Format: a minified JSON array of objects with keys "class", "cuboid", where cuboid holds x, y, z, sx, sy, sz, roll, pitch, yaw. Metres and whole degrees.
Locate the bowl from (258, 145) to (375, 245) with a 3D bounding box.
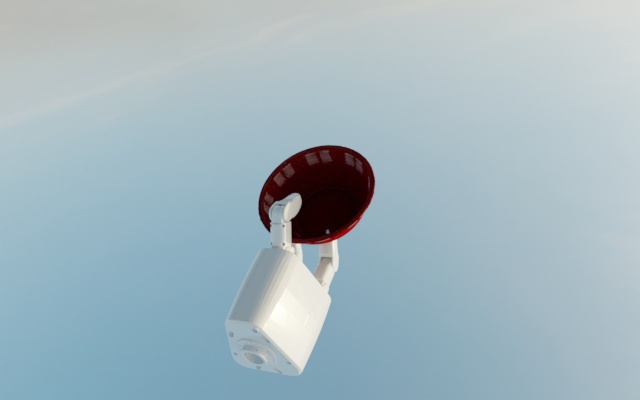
[{"class":"bowl","cuboid":[0.001,0.001,0.647,0.162,0.162,0.055,0,-35,22]}]
